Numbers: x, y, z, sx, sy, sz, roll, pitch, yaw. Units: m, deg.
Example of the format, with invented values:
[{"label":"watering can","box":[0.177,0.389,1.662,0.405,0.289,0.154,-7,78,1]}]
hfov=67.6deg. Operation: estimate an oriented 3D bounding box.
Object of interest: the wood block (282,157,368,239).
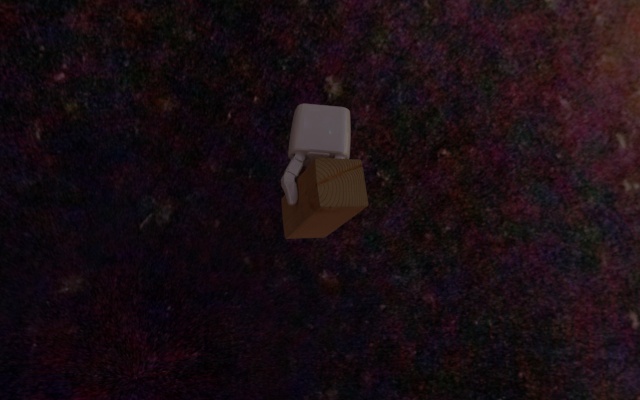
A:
[{"label":"wood block","box":[0.000,0.003,0.895,0.091,0.090,0.206,1,-19,-21]}]
